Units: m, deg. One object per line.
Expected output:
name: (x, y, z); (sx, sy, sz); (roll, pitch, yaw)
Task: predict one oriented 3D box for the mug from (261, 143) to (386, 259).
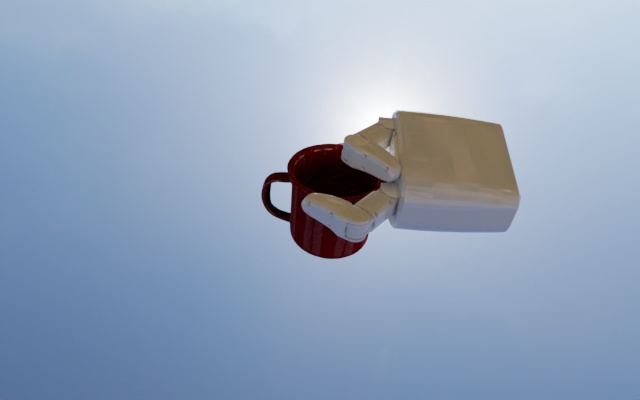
mug: (-0.001, 0.002, 0.469); (0.117, 0.082, 0.093); (5, 38, -1)
